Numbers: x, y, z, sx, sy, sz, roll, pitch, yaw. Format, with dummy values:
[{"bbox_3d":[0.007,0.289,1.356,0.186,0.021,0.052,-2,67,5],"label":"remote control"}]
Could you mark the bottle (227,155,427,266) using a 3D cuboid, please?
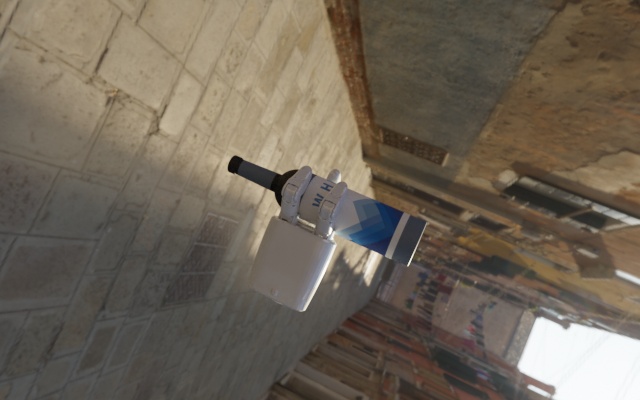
[{"bbox_3d":[0.000,0.002,0.681,0.295,0.069,0.069,24,5,12],"label":"bottle"}]
